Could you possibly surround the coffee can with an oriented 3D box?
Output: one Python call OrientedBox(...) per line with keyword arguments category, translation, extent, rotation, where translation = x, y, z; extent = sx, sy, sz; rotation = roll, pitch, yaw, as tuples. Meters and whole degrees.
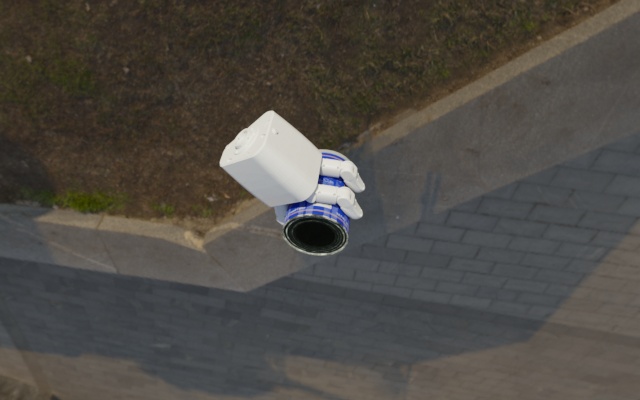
OrientedBox(category="coffee can", translation=(0.000, 0.003, 0.770), extent=(0.103, 0.140, 0.103), rotation=(5, -40, 4))
